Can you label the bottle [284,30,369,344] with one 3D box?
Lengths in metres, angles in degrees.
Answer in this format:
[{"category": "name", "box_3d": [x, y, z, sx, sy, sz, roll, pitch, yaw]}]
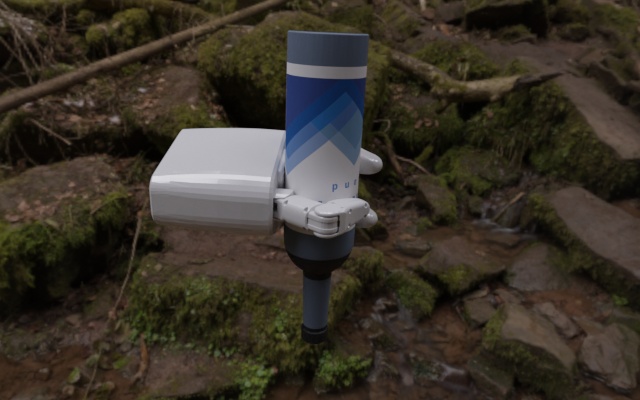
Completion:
[{"category": "bottle", "box_3d": [0.000, 0.001, 0.439, 0.069, 0.296, 0.069, 2, 20, -1]}]
